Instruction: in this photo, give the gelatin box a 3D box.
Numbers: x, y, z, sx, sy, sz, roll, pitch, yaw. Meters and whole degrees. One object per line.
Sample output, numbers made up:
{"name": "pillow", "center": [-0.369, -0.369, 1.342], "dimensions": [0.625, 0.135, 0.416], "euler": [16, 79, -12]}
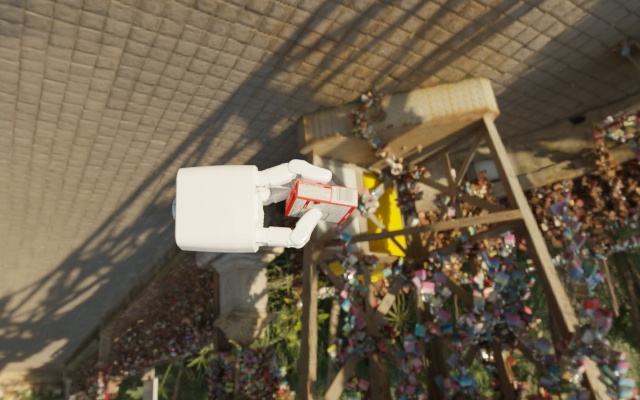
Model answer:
{"name": "gelatin box", "center": [0.000, 0.003, 0.672], "dimensions": [0.089, 0.030, 0.073], "euler": [9, -23, -11]}
